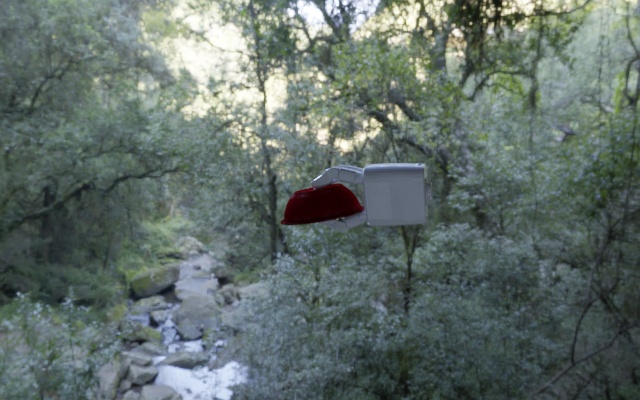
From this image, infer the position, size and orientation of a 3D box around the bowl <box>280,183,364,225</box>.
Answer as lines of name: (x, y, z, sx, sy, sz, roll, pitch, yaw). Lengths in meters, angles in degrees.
bowl: (-0.001, 0.003, 0.896, 0.162, 0.055, 0.162, -10, 5, 1)
